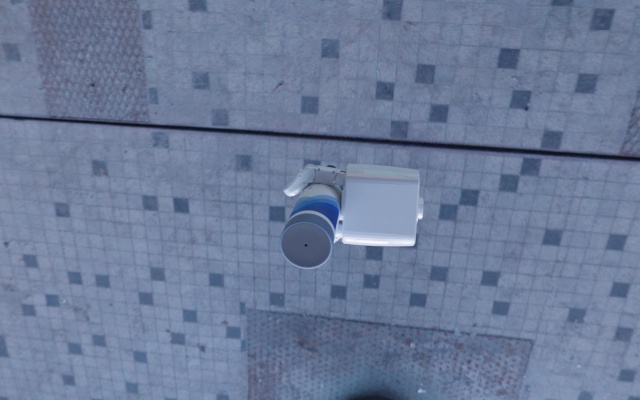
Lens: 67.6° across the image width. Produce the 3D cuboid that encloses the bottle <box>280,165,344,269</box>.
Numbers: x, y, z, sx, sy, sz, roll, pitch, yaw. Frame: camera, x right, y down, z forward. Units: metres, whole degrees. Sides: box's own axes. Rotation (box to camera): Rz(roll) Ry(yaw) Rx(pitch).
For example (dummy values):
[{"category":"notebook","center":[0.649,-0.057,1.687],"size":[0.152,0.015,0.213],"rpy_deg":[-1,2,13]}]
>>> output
[{"category":"bottle","center":[0.000,0.002,0.724],"size":[0.069,0.069,0.295],"rpy_deg":[0,21,8]}]
